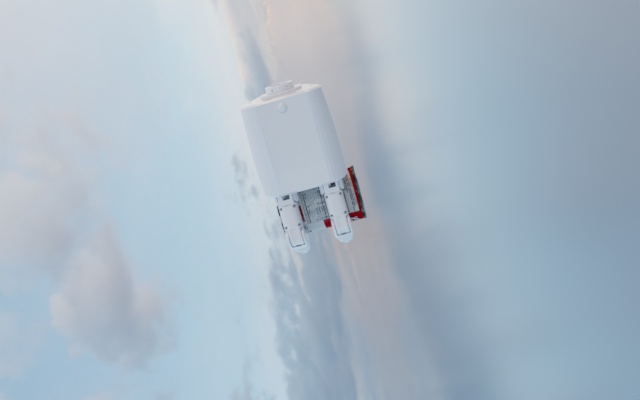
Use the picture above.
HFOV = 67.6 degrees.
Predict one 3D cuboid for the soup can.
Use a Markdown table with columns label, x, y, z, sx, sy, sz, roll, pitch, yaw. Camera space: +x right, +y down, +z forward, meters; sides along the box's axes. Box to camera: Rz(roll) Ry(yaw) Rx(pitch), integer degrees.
| label | x | y | z | sx | sy | sz | roll | pitch | yaw |
| --- | --- | --- | --- | --- | --- | --- | --- | --- | --- |
| soup can | 0.000 | 0.002 | 0.595 | 0.102 | 0.068 | 0.068 | -15 | -1 | 3 |
